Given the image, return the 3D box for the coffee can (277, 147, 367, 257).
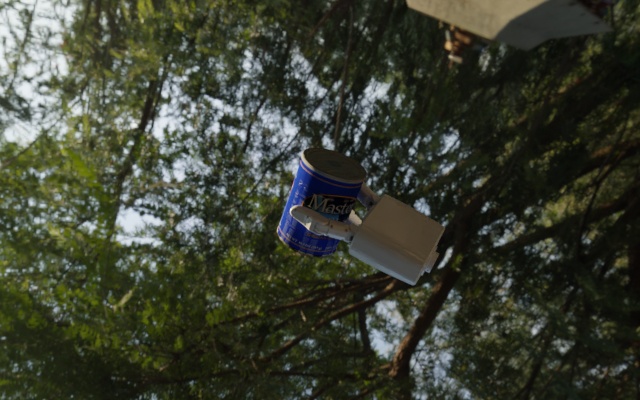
[{"bbox_3d":[0.000,0.002,0.746,0.103,0.140,0.102,17,26,-8],"label":"coffee can"}]
